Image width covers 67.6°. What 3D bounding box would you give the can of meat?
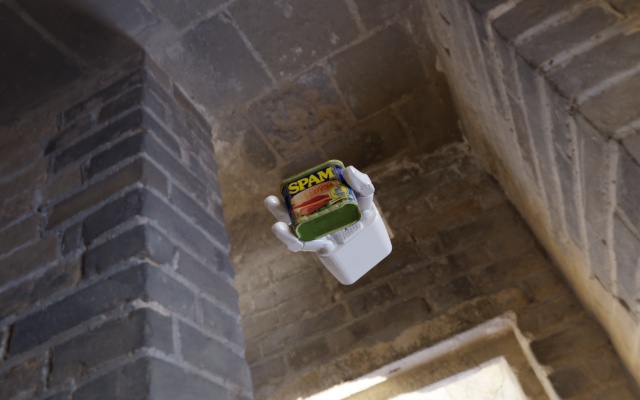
[{"bbox_3d":[0.000,0.002,0.683,0.102,0.084,0.057,-23,-40,3],"label":"can of meat"}]
